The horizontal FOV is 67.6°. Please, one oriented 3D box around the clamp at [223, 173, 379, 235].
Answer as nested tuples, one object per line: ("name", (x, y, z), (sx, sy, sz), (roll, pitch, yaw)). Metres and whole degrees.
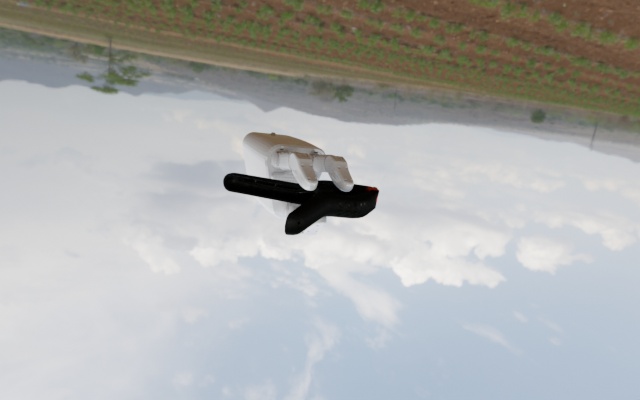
("clamp", (0.000, 0.003, 0.610), (0.210, 0.036, 0.164), (1, 21, -31))
